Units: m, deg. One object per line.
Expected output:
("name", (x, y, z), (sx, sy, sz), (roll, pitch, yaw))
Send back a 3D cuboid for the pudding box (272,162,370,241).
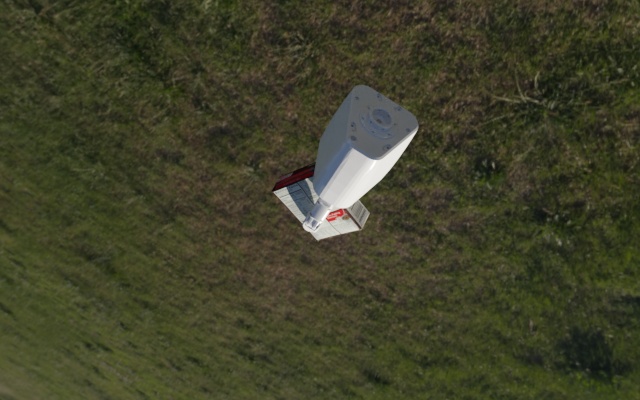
("pudding box", (0.000, 0.002, 0.676), (0.090, 0.113, 0.039), (-17, 32, 42))
